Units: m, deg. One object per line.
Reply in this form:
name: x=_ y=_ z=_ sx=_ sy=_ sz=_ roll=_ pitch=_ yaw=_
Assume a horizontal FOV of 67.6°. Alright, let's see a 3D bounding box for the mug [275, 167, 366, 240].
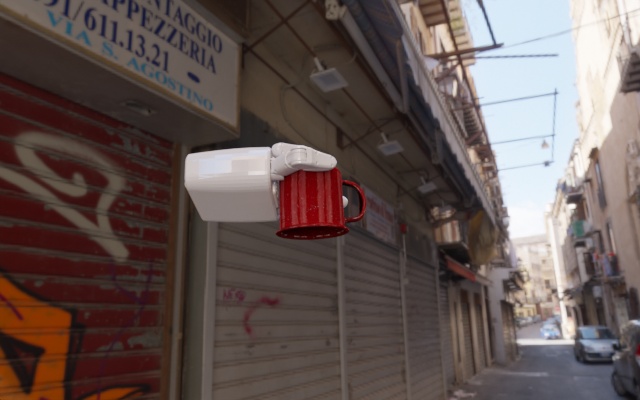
mug: x=0.002 y=0.002 z=0.612 sx=0.117 sy=0.081 sz=0.093 roll=-2 pitch=-14 yaw=-1
